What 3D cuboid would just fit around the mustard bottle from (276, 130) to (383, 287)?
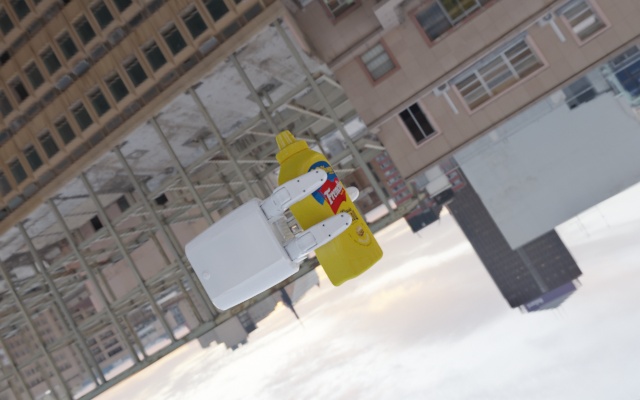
[{"bbox_3d":[0.000,0.002,0.573,0.058,0.191,0.096,-33,-5,31],"label":"mustard bottle"}]
